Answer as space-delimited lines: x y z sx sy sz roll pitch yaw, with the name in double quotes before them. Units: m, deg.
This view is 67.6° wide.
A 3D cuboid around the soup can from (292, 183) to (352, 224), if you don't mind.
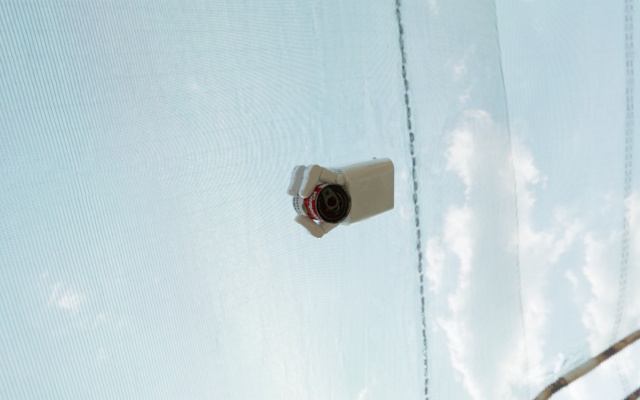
"soup can" 0.000 0.003 0.839 0.068 0.068 0.102 0 3 -27
